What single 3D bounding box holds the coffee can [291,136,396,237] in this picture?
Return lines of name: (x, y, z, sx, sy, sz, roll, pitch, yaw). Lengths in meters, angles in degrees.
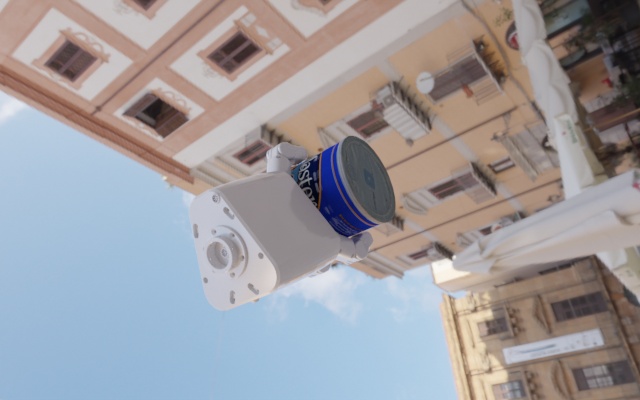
coffee can: (0.000, 0.002, 0.551, 0.140, 0.102, 0.103, -26, -14, 31)
